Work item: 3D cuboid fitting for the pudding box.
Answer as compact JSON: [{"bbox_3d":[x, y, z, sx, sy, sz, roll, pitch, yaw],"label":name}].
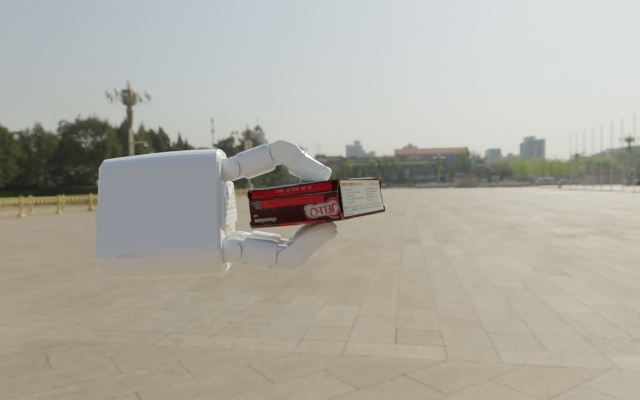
[{"bbox_3d":[0.000,0.001,0.444,0.090,0.039,0.113,-5,2,26],"label":"pudding box"}]
